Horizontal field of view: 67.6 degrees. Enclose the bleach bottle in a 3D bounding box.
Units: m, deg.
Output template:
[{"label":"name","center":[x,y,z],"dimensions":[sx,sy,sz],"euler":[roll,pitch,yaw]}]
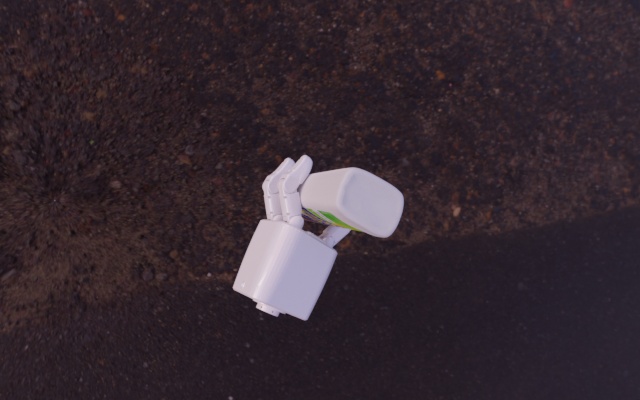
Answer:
[{"label":"bleach bottle","center":[0.000,0.002,0.682],"dimensions":[0.102,0.068,0.251],"euler":[28,-14,-26]}]
